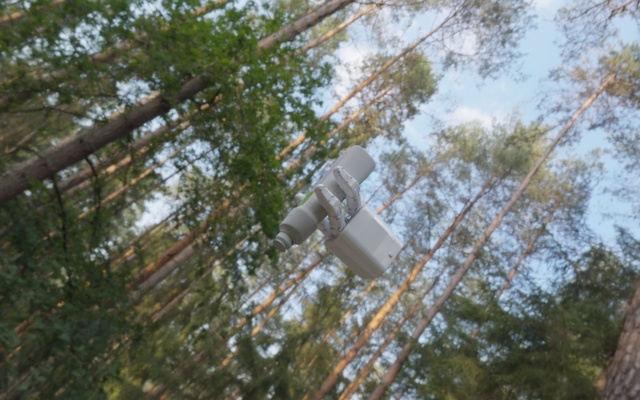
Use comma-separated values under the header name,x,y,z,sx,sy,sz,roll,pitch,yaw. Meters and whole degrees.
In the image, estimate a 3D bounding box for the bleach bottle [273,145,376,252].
name,x,y,z,sx,sy,sz,roll,pitch,yaw
bleach bottle,0.000,0.003,0.873,0.250,0.068,0.103,-47,2,-32
